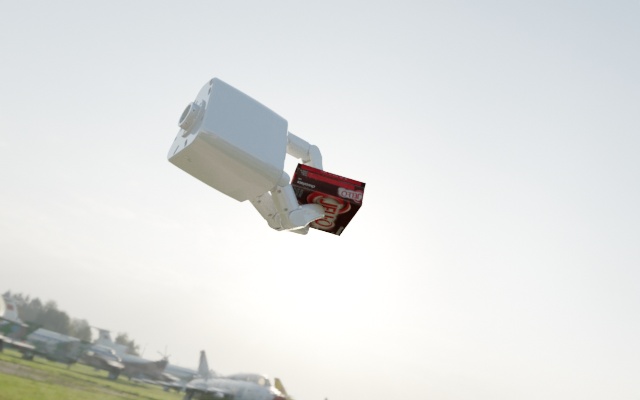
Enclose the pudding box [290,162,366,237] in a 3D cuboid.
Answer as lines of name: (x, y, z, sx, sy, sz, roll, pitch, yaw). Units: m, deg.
pudding box: (0.000, 0.002, 0.618, 0.090, 0.039, 0.113, 17, -25, -5)
